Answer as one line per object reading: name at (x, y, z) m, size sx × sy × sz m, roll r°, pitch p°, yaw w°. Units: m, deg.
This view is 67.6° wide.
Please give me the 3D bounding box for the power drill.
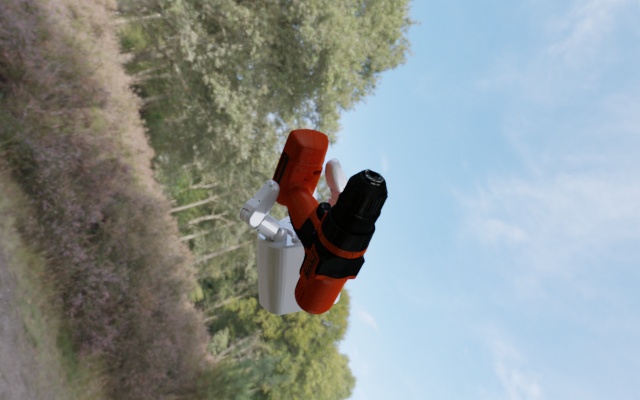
power drill at (0.000, 0.002, 0.526) m, size 0.057 × 0.184 × 0.187 m, roll 7°, pitch 38°, yaw -24°
